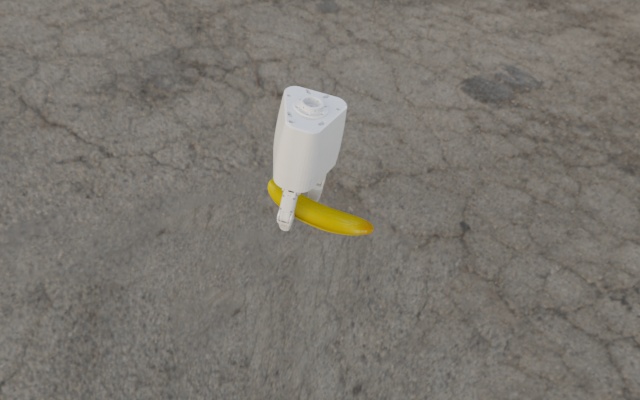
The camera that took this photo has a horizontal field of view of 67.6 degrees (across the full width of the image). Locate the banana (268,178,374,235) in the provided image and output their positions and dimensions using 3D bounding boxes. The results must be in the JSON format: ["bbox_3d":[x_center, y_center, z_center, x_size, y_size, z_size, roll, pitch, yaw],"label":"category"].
[{"bbox_3d":[-0.013,0.010,0.750,0.197,0.037,0.069,30,42,19],"label":"banana"}]
